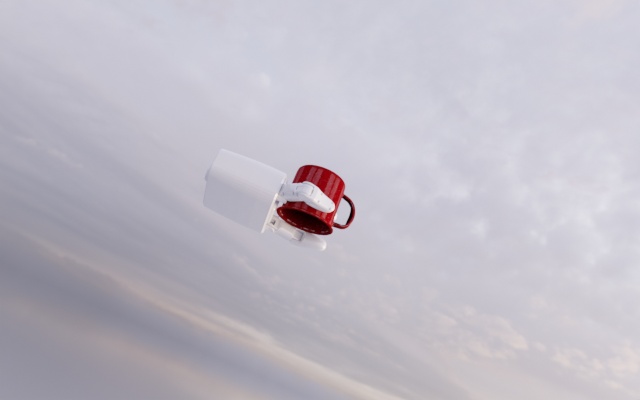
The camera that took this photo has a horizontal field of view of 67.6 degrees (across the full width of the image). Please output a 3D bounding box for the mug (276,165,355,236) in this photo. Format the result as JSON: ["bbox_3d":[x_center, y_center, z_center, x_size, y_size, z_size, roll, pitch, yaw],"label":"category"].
[{"bbox_3d":[0.002,0.003,0.743,0.117,0.081,0.093,23,-21,-4],"label":"mug"}]
